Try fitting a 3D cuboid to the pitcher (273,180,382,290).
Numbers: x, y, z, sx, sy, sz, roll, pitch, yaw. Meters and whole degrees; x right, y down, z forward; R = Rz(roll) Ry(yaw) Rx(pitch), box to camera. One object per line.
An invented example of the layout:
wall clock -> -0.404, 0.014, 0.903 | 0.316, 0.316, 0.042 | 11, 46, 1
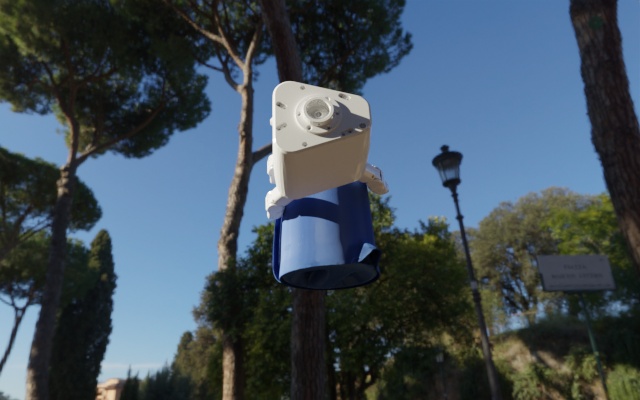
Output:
pitcher -> 0.000, 0.002, 0.679 | 0.149, 0.242, 0.145 | -2, -24, 0
